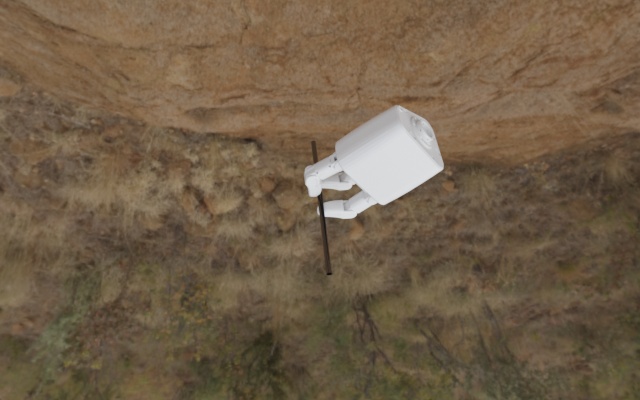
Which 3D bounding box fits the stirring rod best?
[{"bbox_3d":[0.000,0.002,0.724,0.011,0.239,0.011,-5,-34,-3],"label":"stirring rod"}]
